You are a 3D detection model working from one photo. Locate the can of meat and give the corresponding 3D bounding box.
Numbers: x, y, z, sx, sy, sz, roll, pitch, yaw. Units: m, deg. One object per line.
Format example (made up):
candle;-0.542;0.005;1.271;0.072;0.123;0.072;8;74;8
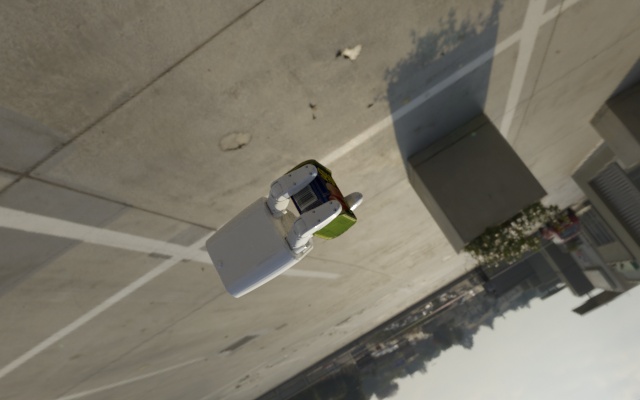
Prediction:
can of meat;0.000;0.002;0.634;0.057;0.084;0.102;-34;-18;11
